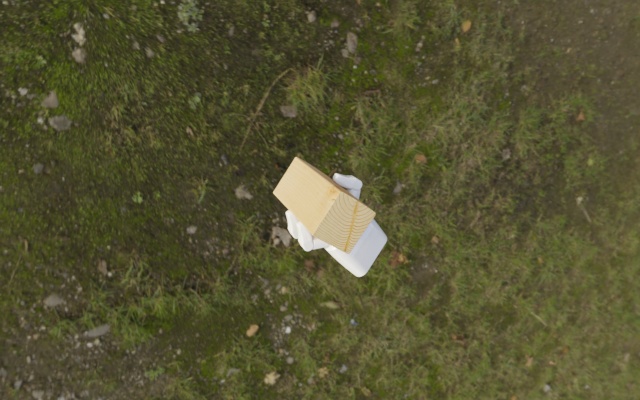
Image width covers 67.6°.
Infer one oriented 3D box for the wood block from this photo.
[{"bbox_3d":[0.001,0.003,0.895,0.090,0.091,0.206,30,6,-33],"label":"wood block"}]
